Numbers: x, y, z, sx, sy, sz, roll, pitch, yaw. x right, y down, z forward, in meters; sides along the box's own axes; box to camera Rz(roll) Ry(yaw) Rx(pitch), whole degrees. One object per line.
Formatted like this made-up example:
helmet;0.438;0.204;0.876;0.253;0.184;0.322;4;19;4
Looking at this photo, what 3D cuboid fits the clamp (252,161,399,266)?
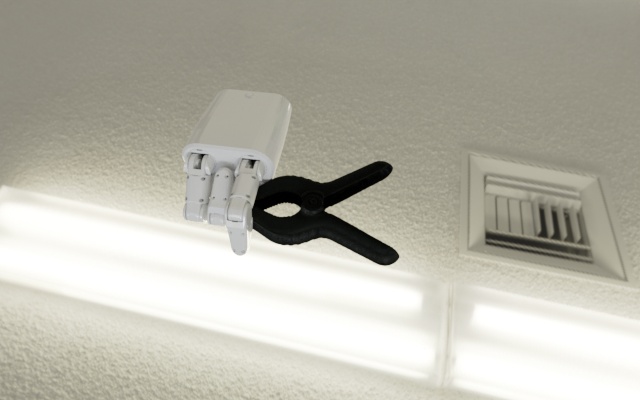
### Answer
clamp;0.000;0.002;0.495;0.171;0.120;0.039;9;-39;5
